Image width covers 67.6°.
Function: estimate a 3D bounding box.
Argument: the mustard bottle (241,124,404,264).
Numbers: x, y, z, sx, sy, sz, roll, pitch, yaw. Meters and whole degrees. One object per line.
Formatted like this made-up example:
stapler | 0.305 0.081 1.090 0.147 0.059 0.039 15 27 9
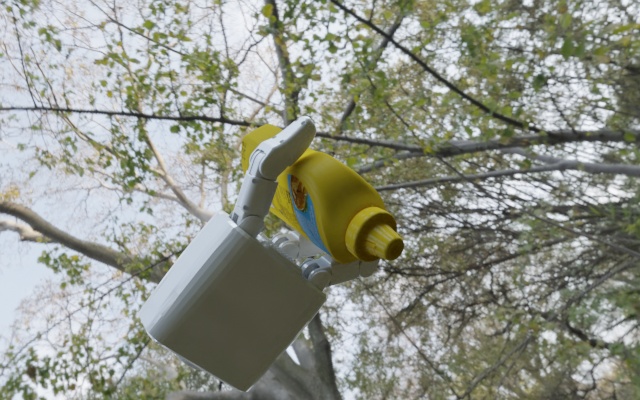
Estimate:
mustard bottle | 0.000 0.001 0.407 0.058 0.096 0.191 -31 36 -20
